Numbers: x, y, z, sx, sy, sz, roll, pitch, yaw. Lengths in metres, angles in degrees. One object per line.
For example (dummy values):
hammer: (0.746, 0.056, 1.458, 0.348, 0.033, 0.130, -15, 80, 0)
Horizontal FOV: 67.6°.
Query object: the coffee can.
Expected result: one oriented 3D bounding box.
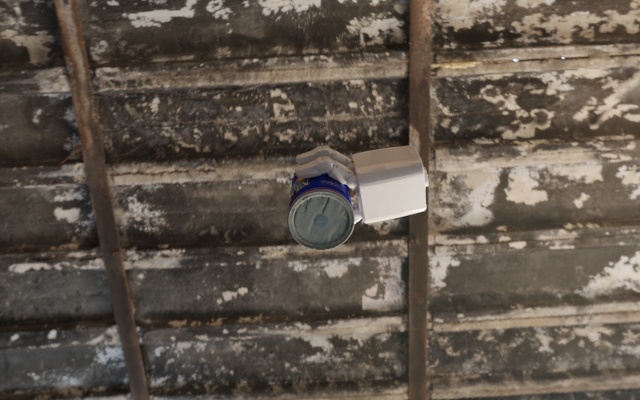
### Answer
coffee can: (0.000, 0.003, 0.784, 0.103, 0.103, 0.140, 0, 25, -1)
